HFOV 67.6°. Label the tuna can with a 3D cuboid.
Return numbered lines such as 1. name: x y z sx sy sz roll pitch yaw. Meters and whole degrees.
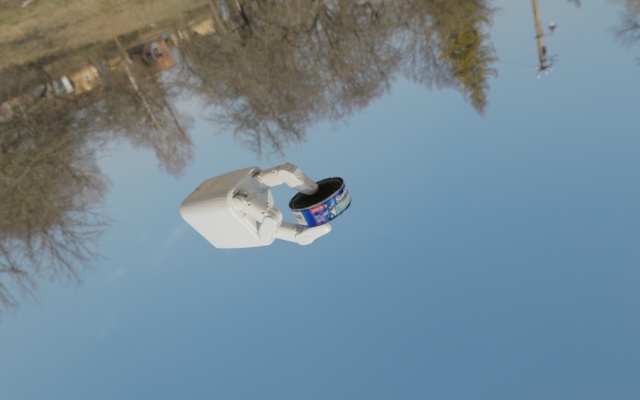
1. tuna can: 0.000 0.003 0.679 0.086 0.034 0.086 -23 21 9
